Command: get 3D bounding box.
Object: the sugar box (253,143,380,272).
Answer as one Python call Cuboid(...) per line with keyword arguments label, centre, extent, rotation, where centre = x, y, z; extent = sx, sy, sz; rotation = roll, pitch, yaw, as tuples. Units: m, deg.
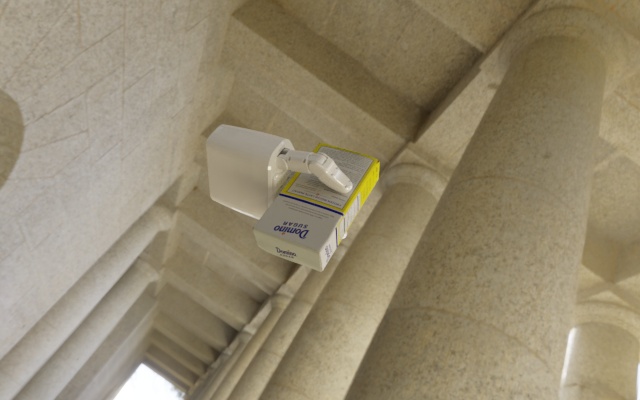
Cuboid(label="sugar box", centre=(0.000, 0.002, 0.611), extent=(0.093, 0.048, 0.176), rotation=(18, 52, 22))
